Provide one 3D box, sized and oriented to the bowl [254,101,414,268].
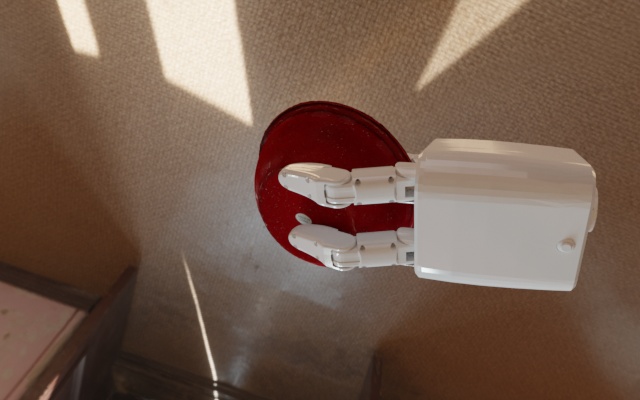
[{"bbox_3d":[-0.001,0.002,0.406,0.162,0.162,0.055,0,29,33],"label":"bowl"}]
